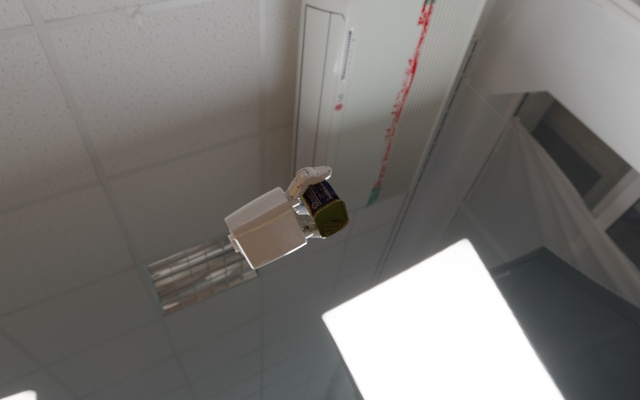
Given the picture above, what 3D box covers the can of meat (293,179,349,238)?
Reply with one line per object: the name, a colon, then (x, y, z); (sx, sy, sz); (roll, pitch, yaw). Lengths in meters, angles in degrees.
can of meat: (0.000, 0.002, 0.816); (0.057, 0.084, 0.102); (-30, -29, -6)
